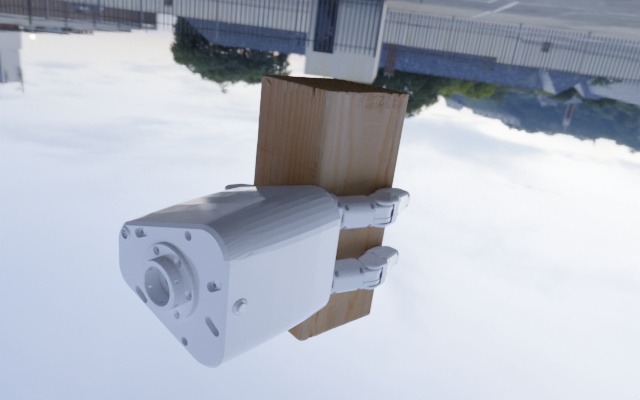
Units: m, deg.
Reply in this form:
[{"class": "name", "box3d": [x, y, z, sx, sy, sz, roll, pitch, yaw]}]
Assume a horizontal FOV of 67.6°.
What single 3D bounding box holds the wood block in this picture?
[{"class": "wood block", "box3d": [0.000, 0.001, 0.421, 0.090, 0.206, 0.090, -10, 25, -40]}]
